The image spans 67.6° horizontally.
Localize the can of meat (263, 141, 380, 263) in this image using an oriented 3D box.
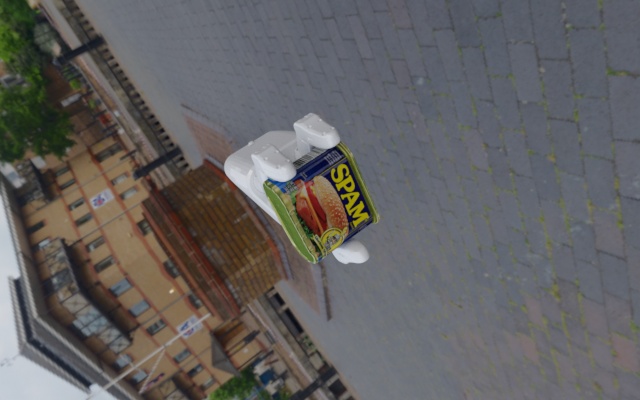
[{"bbox_3d":[0.000,0.002,0.483,0.084,0.102,0.057,-34,28,-16],"label":"can of meat"}]
